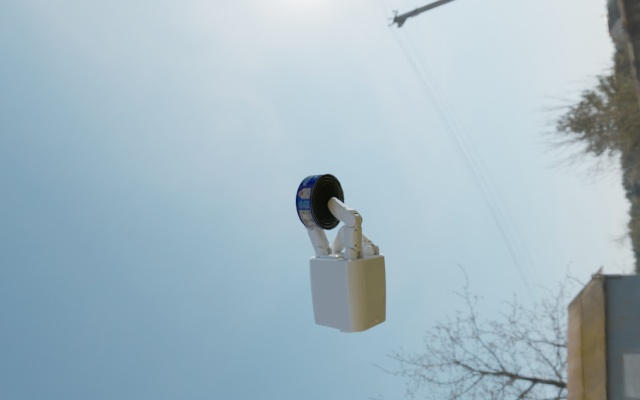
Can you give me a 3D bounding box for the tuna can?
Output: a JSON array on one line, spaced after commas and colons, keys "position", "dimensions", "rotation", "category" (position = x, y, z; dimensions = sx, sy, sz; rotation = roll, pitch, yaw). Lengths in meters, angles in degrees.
[{"position": [0.000, 0.002, 0.732], "dimensions": [0.034, 0.086, 0.086], "rotation": [-1, -1, 36], "category": "tuna can"}]
